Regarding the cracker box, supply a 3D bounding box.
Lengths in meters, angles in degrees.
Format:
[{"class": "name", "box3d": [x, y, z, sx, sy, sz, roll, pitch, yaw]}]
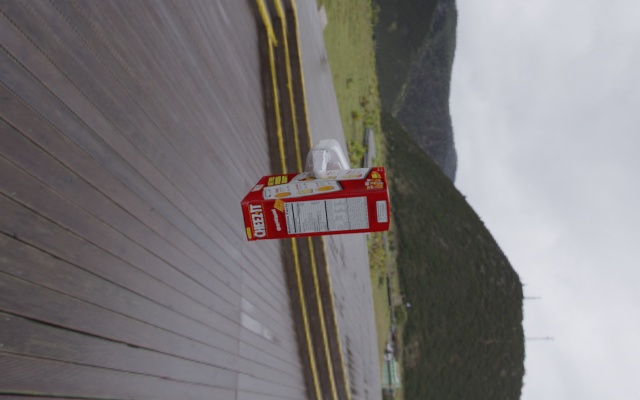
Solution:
[{"class": "cracker box", "box3d": [0.000, 0.002, 0.756, 0.214, 0.072, 0.164, -5, 16, 7]}]
